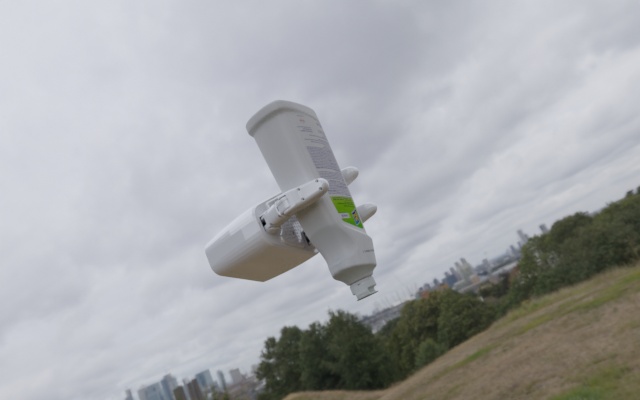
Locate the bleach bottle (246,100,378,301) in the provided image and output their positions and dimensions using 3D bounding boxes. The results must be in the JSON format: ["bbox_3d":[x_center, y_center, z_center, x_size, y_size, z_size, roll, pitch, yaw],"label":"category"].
[{"bbox_3d":[0.000,0.002,0.582,0.068,0.250,0.102,-33,-17,30],"label":"bleach bottle"}]
